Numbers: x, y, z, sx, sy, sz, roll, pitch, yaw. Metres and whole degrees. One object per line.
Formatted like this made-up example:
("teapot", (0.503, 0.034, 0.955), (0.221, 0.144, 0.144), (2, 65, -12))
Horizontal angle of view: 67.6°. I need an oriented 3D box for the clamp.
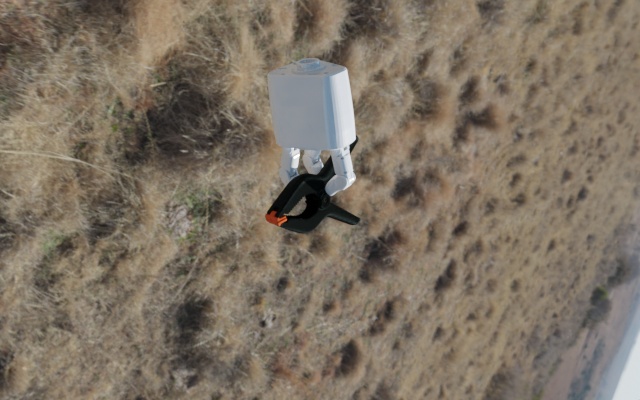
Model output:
("clamp", (0.000, 0.003, 0.761), (0.036, 0.165, 0.210), (15, 36, 39))
